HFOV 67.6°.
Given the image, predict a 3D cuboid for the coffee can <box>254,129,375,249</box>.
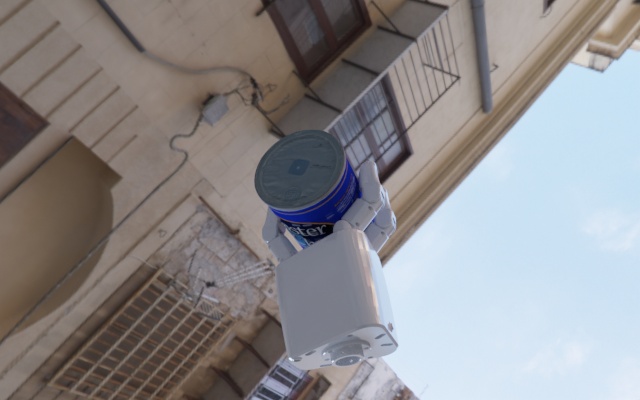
[{"bbox_3d":[0.000,0.002,0.554,0.103,0.102,0.140,0,-32,24],"label":"coffee can"}]
